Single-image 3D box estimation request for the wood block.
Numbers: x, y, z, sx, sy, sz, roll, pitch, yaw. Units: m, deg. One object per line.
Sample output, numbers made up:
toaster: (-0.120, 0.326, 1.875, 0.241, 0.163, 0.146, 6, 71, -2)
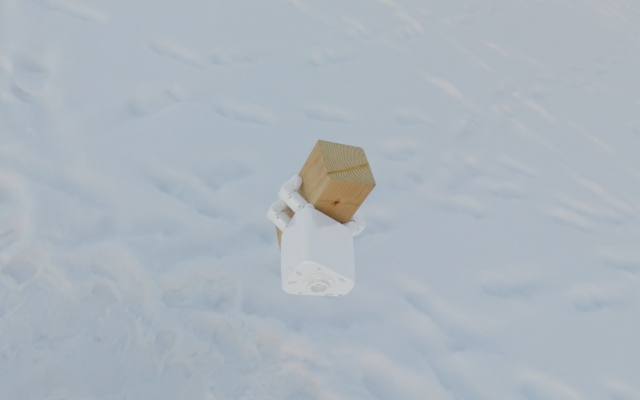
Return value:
wood block: (0.001, 0.003, 0.840, 0.091, 0.090, 0.206, 8, -43, -27)
